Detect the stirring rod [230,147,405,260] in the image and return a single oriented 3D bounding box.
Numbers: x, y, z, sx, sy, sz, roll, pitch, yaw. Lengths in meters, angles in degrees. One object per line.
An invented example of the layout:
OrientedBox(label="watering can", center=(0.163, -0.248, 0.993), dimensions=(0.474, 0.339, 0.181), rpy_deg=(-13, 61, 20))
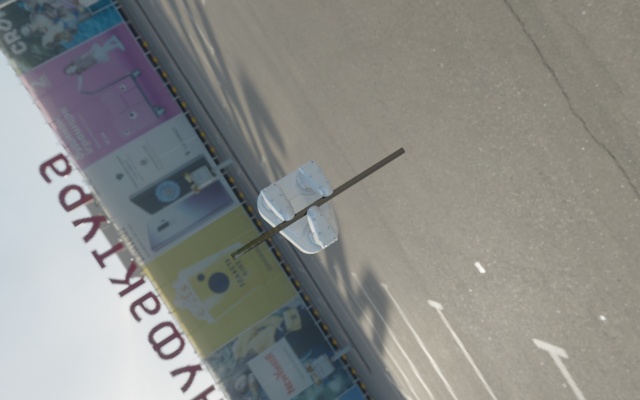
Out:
OrientedBox(label="stirring rod", center=(0.000, 0.002, 0.563), dimensions=(0.239, 0.011, 0.011), rpy_deg=(-32, 5, -9))
